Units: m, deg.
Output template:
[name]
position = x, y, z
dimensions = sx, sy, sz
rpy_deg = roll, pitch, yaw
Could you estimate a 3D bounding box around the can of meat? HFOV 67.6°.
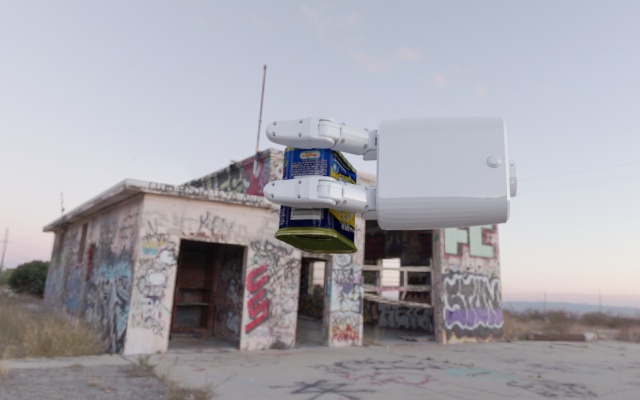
[can of meat]
position = 0.000, 0.001, 0.454
dimensions = 0.057, 0.084, 0.102
rpy_deg = -2, -16, 19
